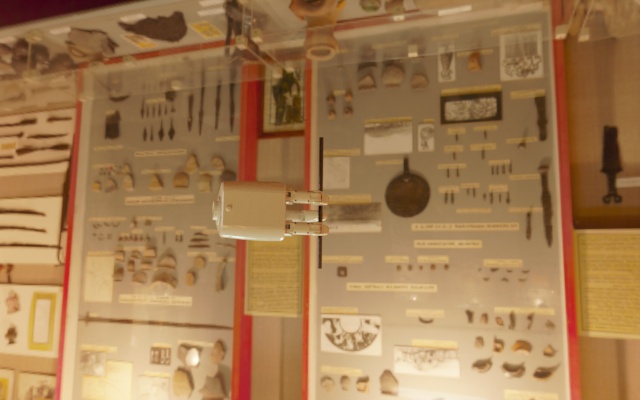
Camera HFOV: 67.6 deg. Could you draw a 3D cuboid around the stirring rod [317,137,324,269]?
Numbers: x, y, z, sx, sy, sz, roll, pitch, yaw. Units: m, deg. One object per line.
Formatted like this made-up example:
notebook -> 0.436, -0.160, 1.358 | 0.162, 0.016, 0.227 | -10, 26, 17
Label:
stirring rod -> 0.000, 0.003, 0.870 | 0.011, 0.239, 0.011 | 1, -7, 0
